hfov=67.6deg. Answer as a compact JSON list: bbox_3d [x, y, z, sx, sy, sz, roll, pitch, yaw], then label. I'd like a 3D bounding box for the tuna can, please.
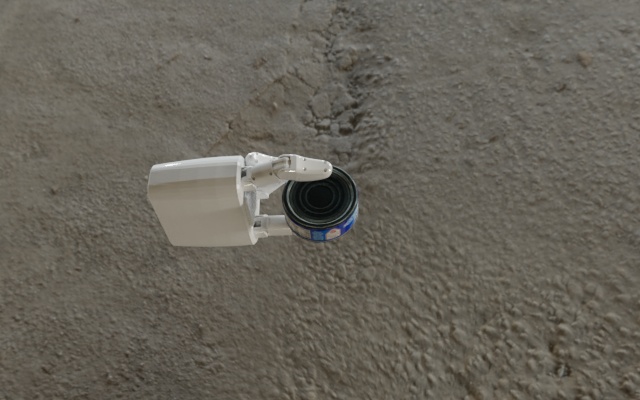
[{"bbox_3d":[0.000,0.001,0.534,0.086,0.086,0.034,0,-30,3],"label":"tuna can"}]
